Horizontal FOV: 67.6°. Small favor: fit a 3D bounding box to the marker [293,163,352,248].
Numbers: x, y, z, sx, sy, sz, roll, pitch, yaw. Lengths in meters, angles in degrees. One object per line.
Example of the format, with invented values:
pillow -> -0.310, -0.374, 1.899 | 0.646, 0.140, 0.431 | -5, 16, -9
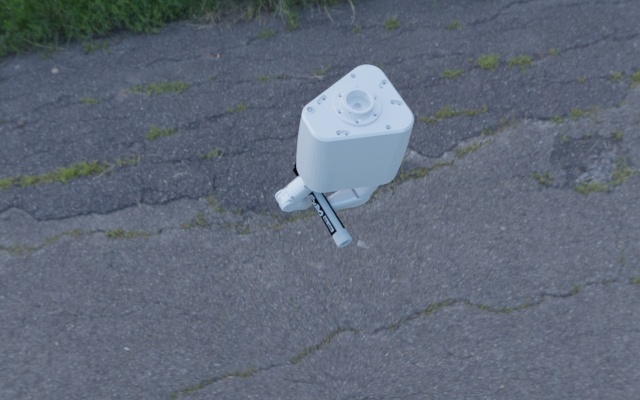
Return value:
marker -> 0.000, 0.002, 0.578 | 0.020, 0.121, 0.020 | -26, -21, -11
